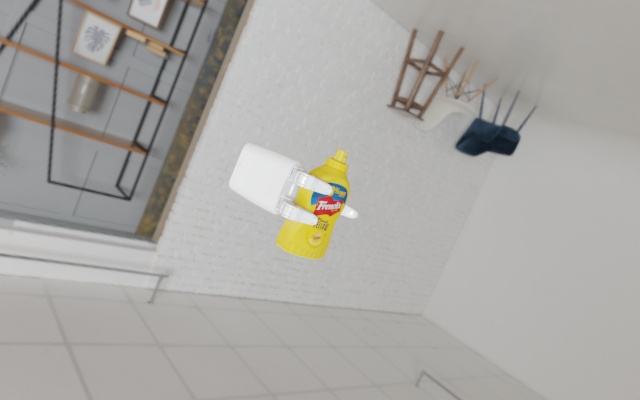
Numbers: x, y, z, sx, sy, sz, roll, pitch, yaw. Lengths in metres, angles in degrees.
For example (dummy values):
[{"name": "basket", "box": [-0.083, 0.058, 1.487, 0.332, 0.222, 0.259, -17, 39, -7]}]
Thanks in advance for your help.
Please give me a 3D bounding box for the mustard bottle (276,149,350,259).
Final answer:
[{"name": "mustard bottle", "box": [0.000, 0.003, 0.816, 0.096, 0.191, 0.058, 18, 7, -41]}]
